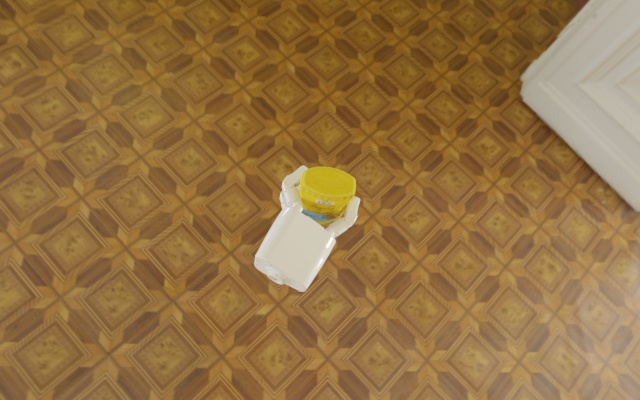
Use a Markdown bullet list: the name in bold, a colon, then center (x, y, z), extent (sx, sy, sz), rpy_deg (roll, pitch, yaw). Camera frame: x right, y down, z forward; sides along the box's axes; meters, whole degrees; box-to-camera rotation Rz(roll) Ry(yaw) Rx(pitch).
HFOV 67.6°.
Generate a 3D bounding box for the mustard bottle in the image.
- **mustard bottle**: center (0.000, 0.003, 0.900), extent (0.096, 0.058, 0.192), rpy_deg (8, -23, -7)
